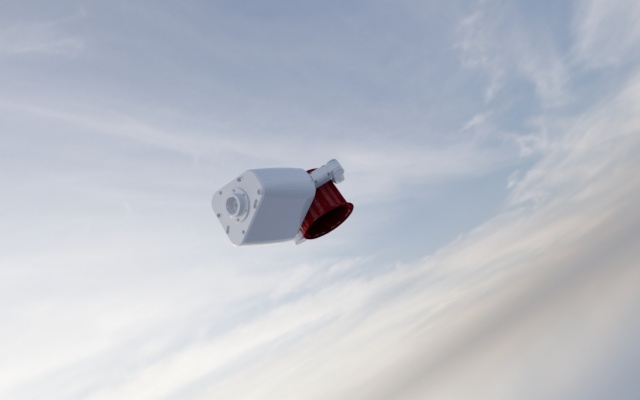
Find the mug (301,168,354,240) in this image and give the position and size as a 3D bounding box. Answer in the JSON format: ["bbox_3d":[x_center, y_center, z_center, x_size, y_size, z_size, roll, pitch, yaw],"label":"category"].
[{"bbox_3d":[0.001,0.002,0.772,0.117,0.081,0.093,-3,-38,-52],"label":"mug"}]
